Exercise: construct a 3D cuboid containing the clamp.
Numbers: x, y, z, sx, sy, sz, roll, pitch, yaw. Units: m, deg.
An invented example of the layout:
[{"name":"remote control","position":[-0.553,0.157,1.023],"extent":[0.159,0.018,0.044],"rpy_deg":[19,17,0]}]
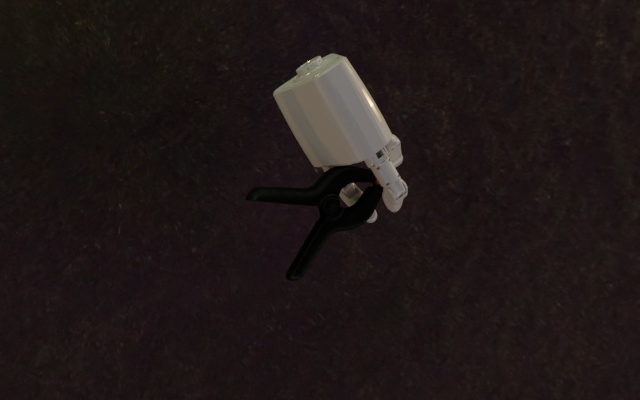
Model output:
[{"name":"clamp","position":[0.000,0.002,0.566],"extent":[0.171,0.120,0.039],"rpy_deg":[-37,22,-12]}]
